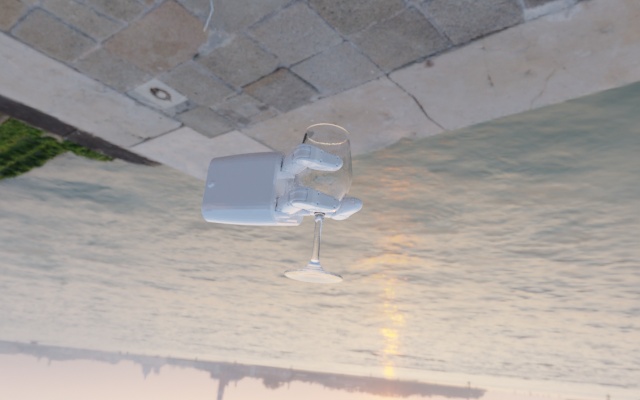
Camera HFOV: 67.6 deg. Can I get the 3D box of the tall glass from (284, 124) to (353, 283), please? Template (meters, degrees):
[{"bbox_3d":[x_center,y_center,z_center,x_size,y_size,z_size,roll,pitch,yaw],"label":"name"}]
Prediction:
[{"bbox_3d":[0.000,0.003,0.627,0.079,0.201,0.079,5,-19,2],"label":"tall glass"}]
